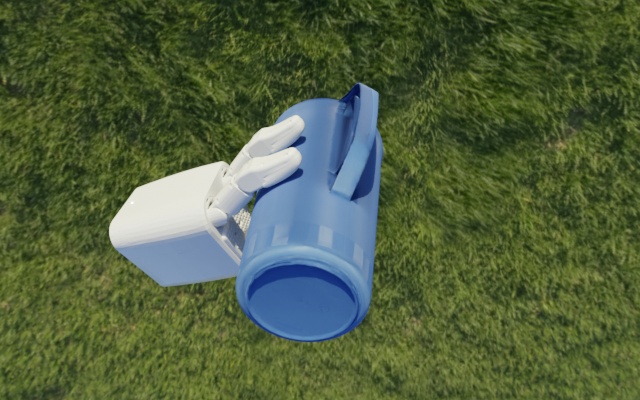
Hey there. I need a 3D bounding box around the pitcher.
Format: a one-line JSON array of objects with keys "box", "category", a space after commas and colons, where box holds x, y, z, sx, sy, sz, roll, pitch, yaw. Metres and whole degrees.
[{"box": [0.000, 0.002, 0.459, 0.145, 0.149, 0.242, -12, 34, 14], "category": "pitcher"}]
